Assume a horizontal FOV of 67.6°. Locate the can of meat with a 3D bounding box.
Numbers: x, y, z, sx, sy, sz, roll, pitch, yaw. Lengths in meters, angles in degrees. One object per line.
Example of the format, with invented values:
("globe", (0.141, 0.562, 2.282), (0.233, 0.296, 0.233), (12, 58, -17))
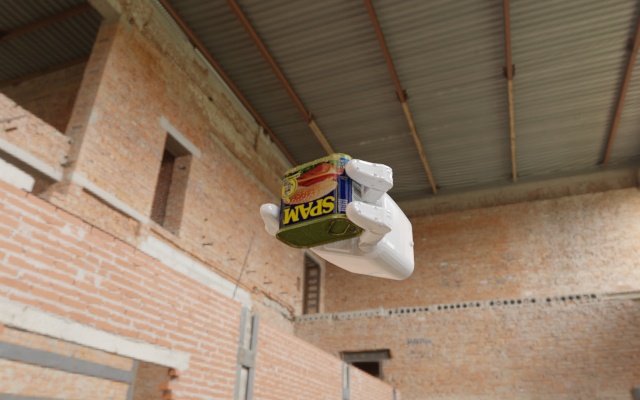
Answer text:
("can of meat", (0.000, 0.002, 0.558), (0.102, 0.084, 0.057), (-16, -32, 30))
